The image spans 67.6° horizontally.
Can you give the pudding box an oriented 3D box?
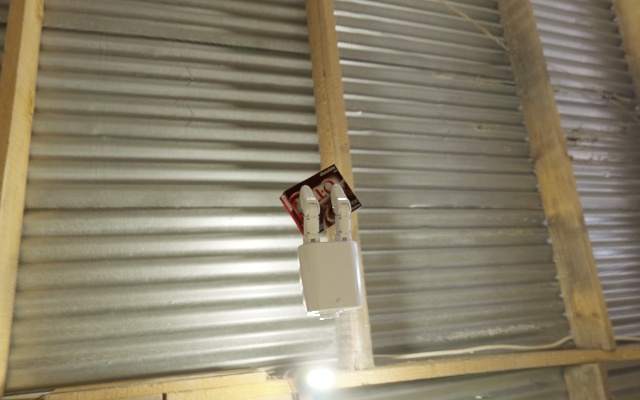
[{"bbox_3d":[0.000,0.003,0.813,0.113,0.090,0.039,-31,-5,-28],"label":"pudding box"}]
